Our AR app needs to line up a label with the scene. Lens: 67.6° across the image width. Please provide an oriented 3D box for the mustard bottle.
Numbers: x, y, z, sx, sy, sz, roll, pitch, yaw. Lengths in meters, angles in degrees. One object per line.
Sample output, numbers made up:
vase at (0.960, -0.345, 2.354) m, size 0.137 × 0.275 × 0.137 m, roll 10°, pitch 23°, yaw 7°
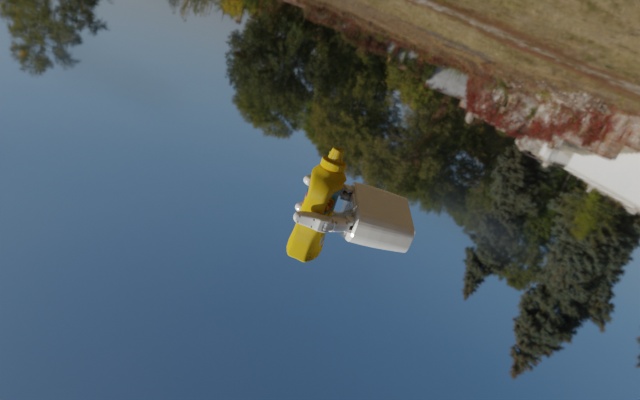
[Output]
mustard bottle at (0.000, 0.003, 0.795) m, size 0.058 × 0.192 × 0.096 m, roll 24°, pitch 21°, yaw 10°
